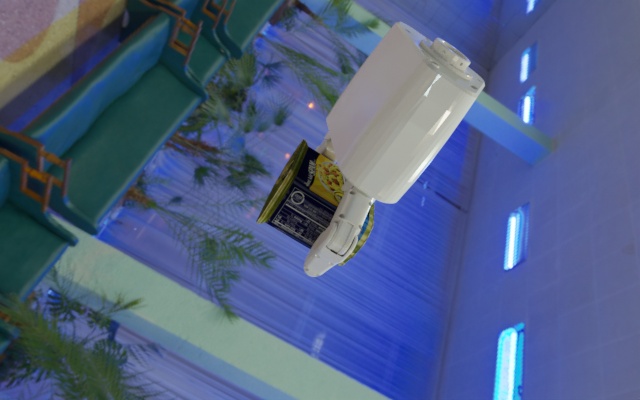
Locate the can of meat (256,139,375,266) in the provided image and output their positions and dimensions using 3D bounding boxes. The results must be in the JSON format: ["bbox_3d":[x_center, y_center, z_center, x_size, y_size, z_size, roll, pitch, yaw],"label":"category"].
[{"bbox_3d":[0.000,0.002,0.427,0.084,0.057,0.102,31,27,-9],"label":"can of meat"}]
